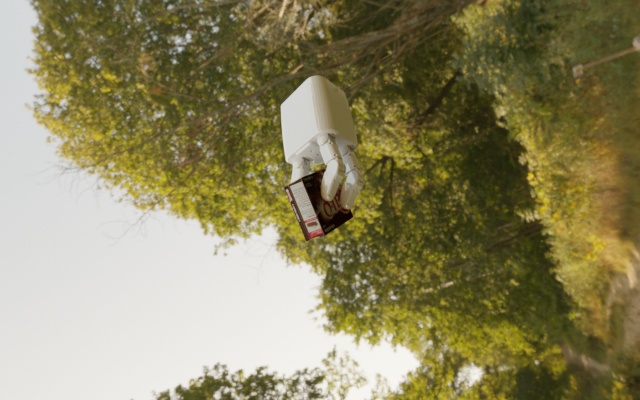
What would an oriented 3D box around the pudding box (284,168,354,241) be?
[{"bbox_3d":[0.000,0.002,0.721,0.039,0.090,0.113,-22,3,31],"label":"pudding box"}]
